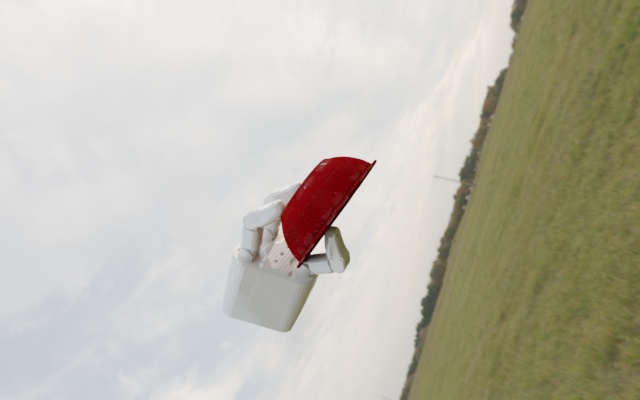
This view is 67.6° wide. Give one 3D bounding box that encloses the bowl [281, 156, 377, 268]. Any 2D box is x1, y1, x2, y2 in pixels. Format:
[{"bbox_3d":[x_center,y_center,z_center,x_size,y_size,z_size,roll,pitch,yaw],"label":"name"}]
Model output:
[{"bbox_3d":[0.000,0.001,0.579,0.055,0.162,0.162,37,2,3],"label":"bowl"}]
